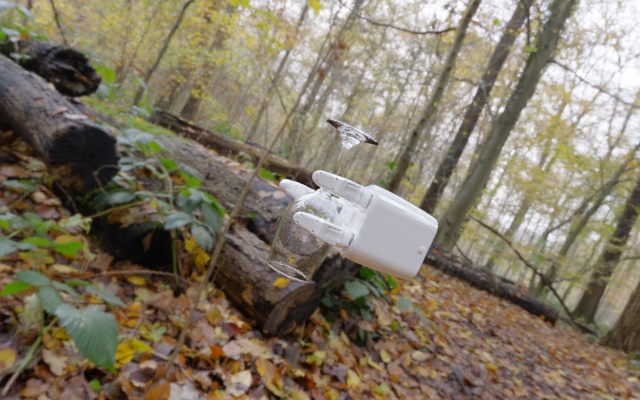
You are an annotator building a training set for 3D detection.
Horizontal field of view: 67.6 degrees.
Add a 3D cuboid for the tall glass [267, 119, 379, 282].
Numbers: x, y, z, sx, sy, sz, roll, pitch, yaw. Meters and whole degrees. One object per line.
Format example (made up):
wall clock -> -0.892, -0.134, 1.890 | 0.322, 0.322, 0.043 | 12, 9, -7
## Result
tall glass -> 0.000, 0.001, 0.616 | 0.079, 0.201, 0.079 | 25, 1, 0
